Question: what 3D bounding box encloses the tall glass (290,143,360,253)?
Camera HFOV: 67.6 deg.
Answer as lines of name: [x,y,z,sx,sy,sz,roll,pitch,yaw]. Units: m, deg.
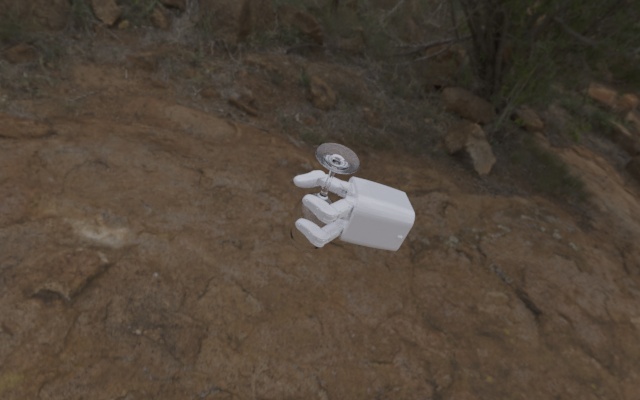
tall glass: [0.000,0.002,0.820,0.079,0.201,0.079,12,41,-11]
